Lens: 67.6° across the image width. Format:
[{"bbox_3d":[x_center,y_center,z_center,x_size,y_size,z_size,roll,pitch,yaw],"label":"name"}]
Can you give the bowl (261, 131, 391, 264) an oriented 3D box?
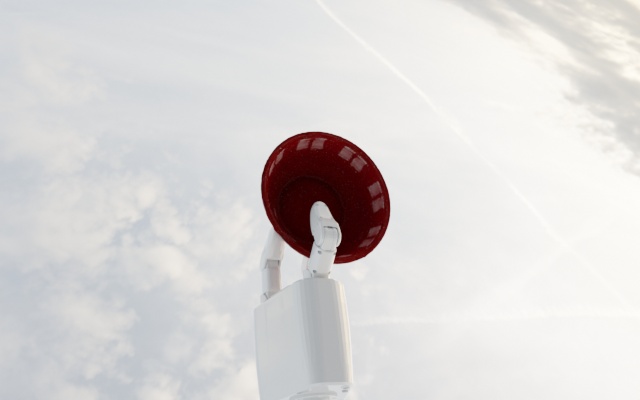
[{"bbox_3d":[0.000,0.001,0.564,0.162,0.162,0.055,0,-19,-25],"label":"bowl"}]
